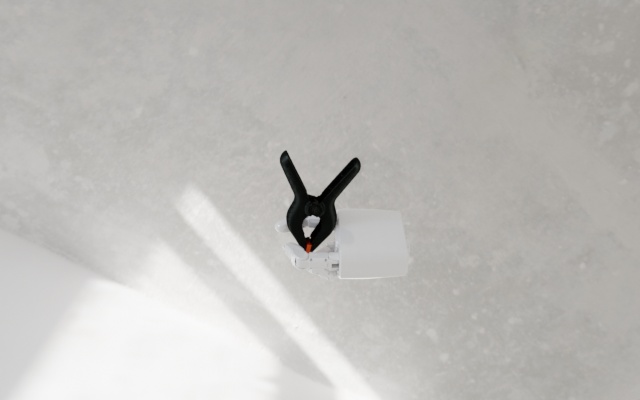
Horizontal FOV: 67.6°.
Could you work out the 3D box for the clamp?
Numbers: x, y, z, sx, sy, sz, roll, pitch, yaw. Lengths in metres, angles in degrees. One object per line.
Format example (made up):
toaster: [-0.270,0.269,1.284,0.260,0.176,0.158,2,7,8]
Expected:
clamp: [0.000,0.003,0.731,0.120,0.172,0.039,0,29,-1]
